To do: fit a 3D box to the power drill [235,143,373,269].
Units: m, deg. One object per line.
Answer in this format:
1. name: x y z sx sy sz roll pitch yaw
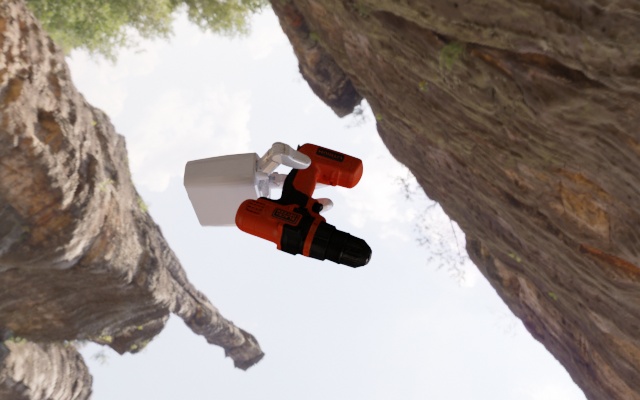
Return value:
1. power drill: 0.000 0.002 0.664 0.184 0.057 0.187 19 42 9
